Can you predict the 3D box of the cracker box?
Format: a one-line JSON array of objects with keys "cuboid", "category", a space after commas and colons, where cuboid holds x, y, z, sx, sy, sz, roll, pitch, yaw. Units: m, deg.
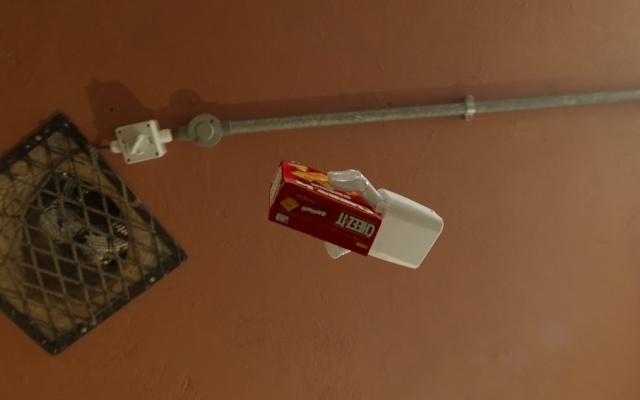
[{"cuboid": [0.000, 0.003, 0.806, 0.164, 0.072, 0.213, 21, 11, -10], "category": "cracker box"}]
